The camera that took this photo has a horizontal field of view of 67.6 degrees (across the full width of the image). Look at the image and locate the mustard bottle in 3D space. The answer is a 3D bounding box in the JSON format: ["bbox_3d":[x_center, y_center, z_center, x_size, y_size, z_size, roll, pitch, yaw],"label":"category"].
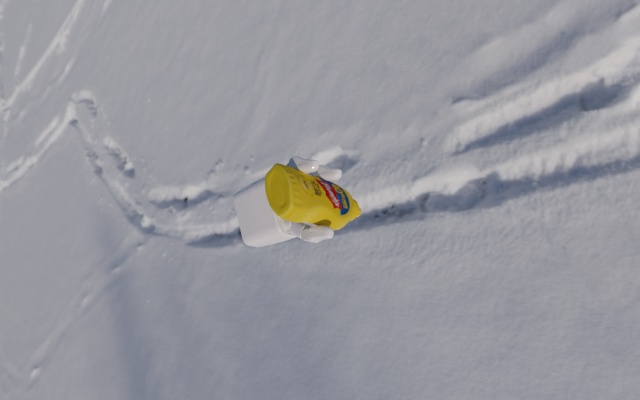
[{"bbox_3d":[0.000,0.002,0.797,0.192,0.096,0.058,16,-52,-43],"label":"mustard bottle"}]
